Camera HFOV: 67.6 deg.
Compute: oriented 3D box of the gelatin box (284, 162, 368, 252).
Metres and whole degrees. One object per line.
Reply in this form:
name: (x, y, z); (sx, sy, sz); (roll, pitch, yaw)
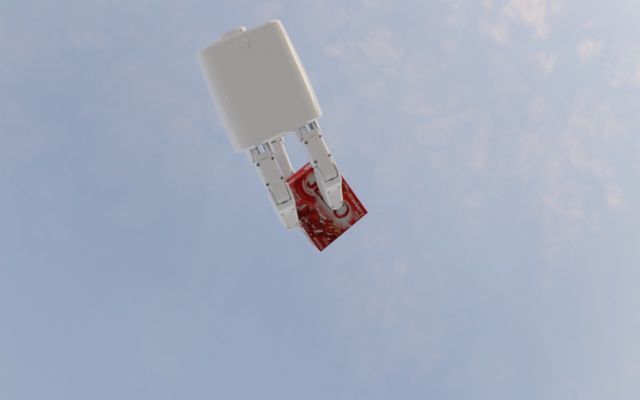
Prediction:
gelatin box: (0.000, 0.002, 0.547); (0.073, 0.089, 0.030); (-39, 21, -9)
